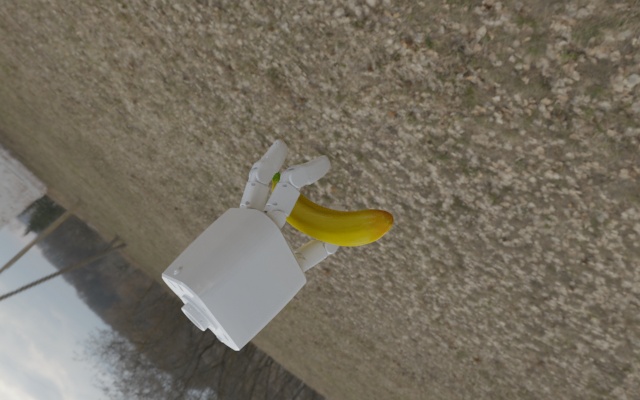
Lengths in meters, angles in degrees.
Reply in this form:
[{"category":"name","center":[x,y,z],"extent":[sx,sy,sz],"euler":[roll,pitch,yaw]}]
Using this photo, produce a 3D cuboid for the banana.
[{"category":"banana","center":[0.002,0.015,0.530],"extent":[0.197,0.070,0.037],"euler":[23,51,41]}]
